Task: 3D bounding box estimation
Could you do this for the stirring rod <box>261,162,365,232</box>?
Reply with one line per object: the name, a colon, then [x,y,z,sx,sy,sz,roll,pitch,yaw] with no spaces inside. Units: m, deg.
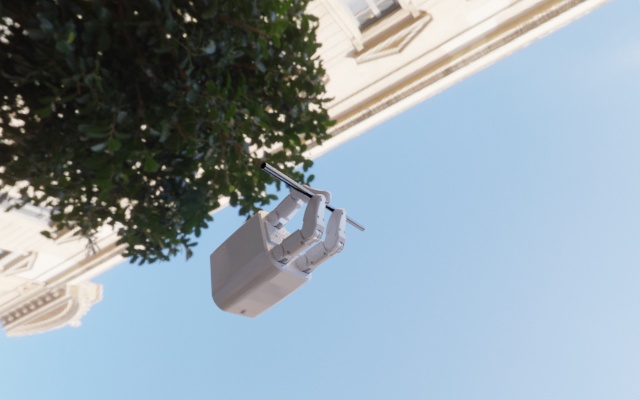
stirring rod: [0.000,0.002,0.624,0.011,0.011,0.240,0,-20,34]
